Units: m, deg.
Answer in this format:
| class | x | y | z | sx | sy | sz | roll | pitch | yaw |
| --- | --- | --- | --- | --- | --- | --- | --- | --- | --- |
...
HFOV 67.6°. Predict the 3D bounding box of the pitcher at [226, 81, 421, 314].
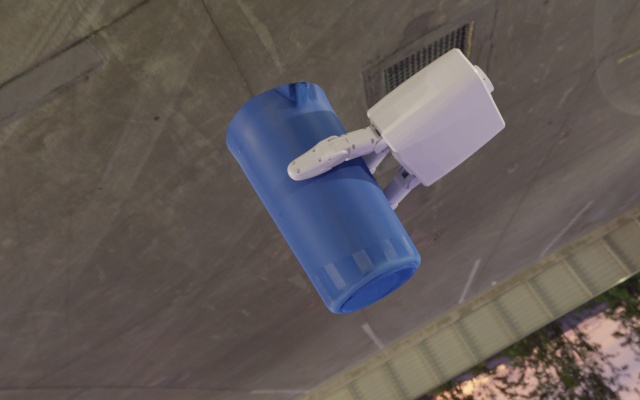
| class | x | y | z | sx | sy | sz | roll | pitch | yaw |
| --- | --- | --- | --- | --- | --- | --- | --- | --- | --- |
| pitcher | 0.000 | 0.002 | 0.538 | 0.145 | 0.242 | 0.149 | -36 | -25 | 13 |
